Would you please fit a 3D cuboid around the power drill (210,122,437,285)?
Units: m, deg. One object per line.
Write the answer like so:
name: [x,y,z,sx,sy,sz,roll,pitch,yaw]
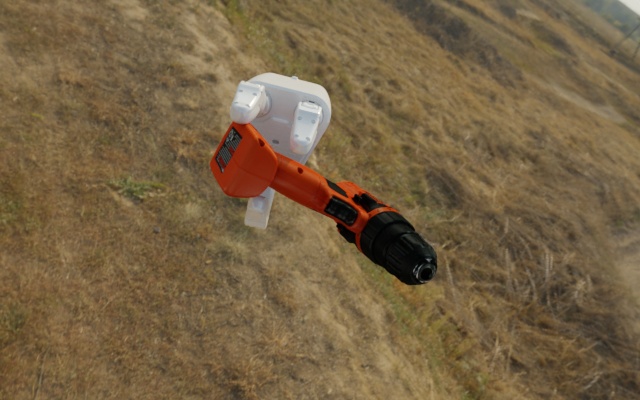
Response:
power drill: [0.000,0.001,0.433,0.188,0.057,0.184,29,6,-28]
